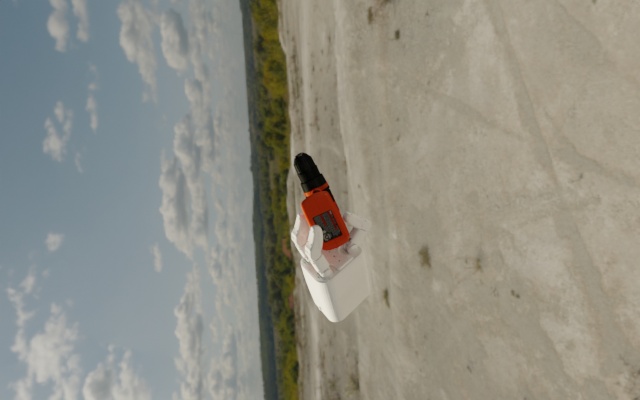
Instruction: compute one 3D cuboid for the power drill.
[{"bbox_3d":[0.000,0.003,0.892,0.057,0.184,0.187,-27,12,5],"label":"power drill"}]
